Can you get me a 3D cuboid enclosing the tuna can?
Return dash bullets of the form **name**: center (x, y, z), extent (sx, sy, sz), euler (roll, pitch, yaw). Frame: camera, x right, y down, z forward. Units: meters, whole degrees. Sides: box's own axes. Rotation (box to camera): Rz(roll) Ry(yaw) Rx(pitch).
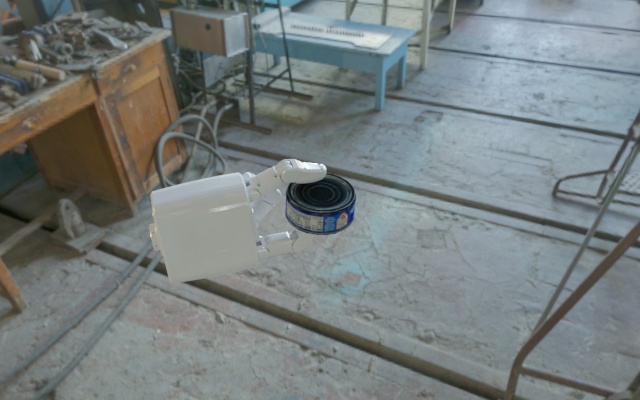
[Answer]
- **tuna can**: center (0.000, 0.001, 0.578), extent (0.086, 0.034, 0.086), euler (3, 37, -2)
